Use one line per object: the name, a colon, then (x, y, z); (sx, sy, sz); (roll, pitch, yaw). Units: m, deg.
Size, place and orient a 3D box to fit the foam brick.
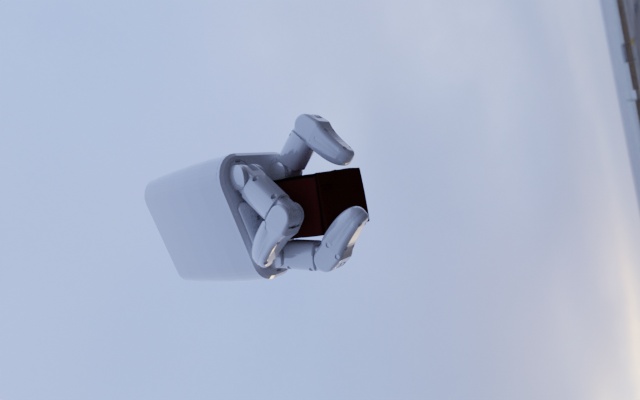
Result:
foam brick: (0.000, 0.001, 0.422); (0.051, 0.053, 0.078); (-9, 1, 33)
